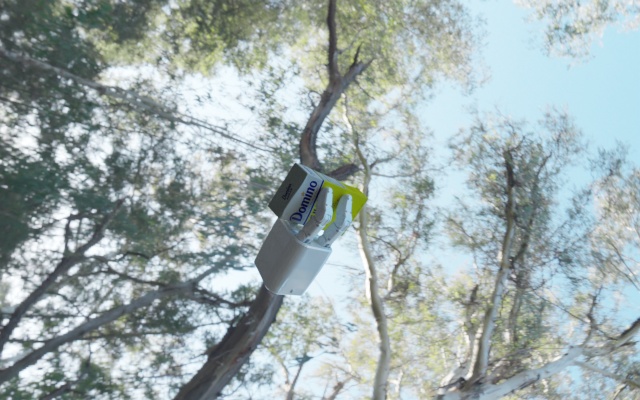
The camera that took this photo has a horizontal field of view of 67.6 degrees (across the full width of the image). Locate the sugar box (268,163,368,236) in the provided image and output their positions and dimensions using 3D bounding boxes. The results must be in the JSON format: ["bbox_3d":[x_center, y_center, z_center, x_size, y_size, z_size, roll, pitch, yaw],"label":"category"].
[{"bbox_3d":[0.000,0.003,0.849,0.176,0.093,0.048,17,21,-50],"label":"sugar box"}]
